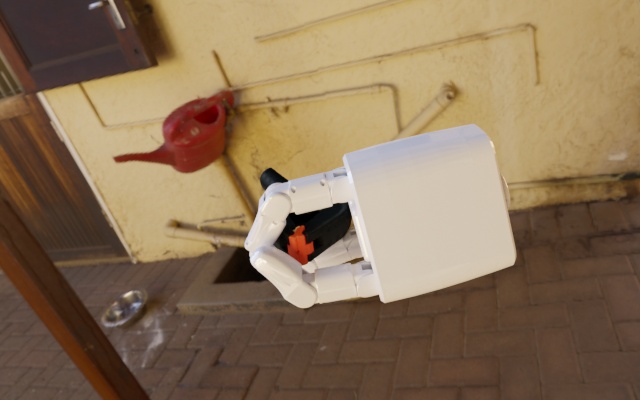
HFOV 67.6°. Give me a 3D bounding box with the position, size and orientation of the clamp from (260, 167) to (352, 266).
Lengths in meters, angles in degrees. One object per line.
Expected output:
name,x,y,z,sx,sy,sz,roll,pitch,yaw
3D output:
clamp,0.000,0.001,0.445,0.120,0.039,0.171,-13,27,2
